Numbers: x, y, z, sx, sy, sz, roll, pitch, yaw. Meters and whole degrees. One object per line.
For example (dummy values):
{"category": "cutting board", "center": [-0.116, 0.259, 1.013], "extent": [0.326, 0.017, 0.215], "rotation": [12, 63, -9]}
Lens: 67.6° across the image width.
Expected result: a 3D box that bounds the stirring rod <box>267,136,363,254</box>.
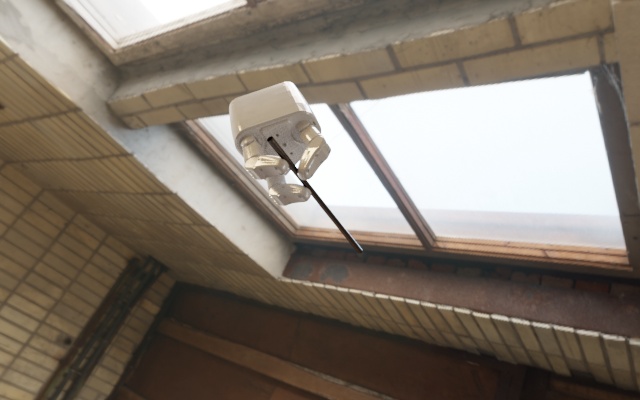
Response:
{"category": "stirring rod", "center": [0.000, 0.002, 0.620], "extent": [0.011, 0.011, 0.240], "rotation": [0, -37, 37]}
